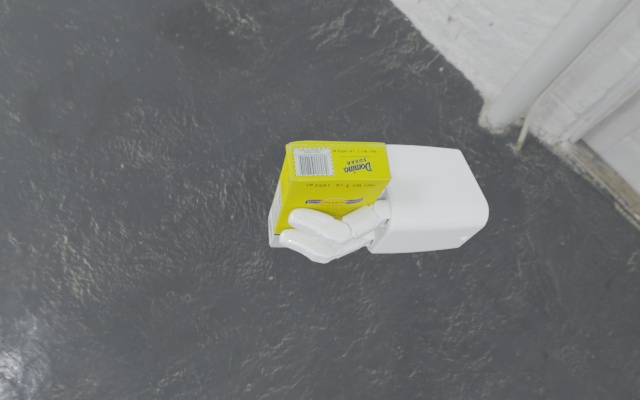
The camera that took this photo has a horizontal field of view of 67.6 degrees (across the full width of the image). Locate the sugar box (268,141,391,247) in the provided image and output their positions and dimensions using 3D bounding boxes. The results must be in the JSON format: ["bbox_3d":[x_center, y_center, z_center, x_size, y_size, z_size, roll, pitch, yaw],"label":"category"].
[{"bbox_3d":[0.000,0.002,0.496,0.093,0.048,0.176,0,-27,-12],"label":"sugar box"}]
